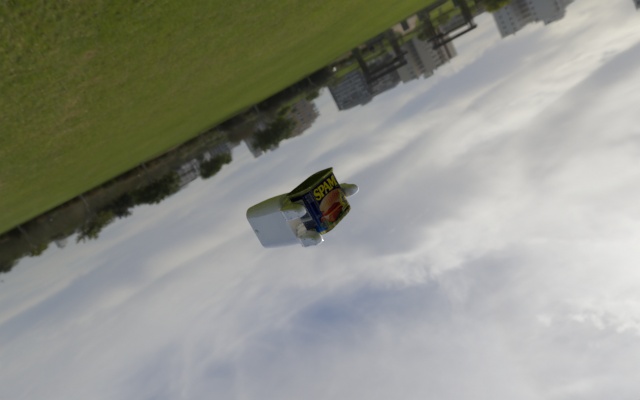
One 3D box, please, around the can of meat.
[{"bbox_3d":[0.000,0.003,0.828,0.057,0.084,0.102,-17,16,40],"label":"can of meat"}]
